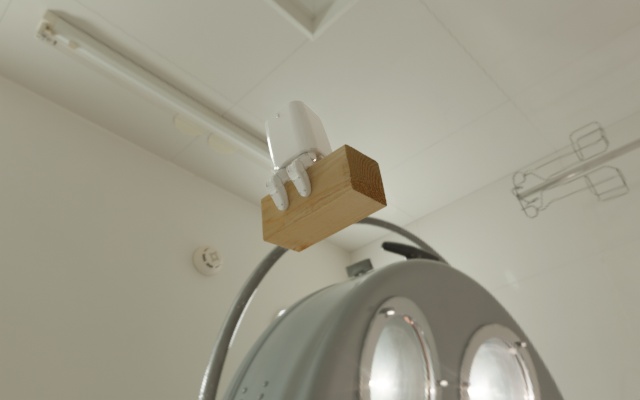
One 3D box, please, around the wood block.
[{"bbox_3d":[0.000,0.002,0.819,0.206,0.090,0.091,-31,-37,34],"label":"wood block"}]
